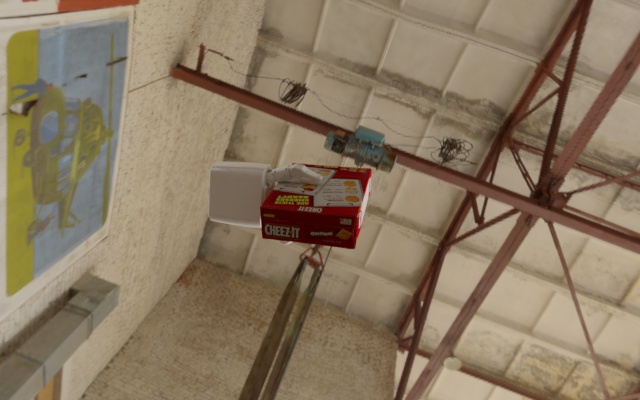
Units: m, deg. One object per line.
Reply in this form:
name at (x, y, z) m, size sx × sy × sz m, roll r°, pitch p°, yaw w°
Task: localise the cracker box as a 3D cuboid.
cracker box at (0.000, 0.003, 0.872) m, size 0.164 × 0.072 × 0.213 m, roll 5°, pitch 26°, yaw 10°
